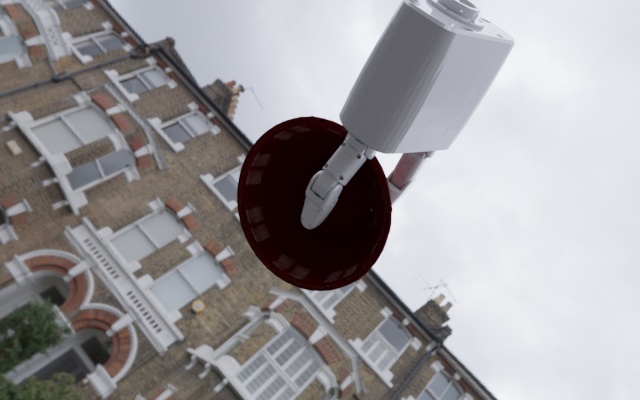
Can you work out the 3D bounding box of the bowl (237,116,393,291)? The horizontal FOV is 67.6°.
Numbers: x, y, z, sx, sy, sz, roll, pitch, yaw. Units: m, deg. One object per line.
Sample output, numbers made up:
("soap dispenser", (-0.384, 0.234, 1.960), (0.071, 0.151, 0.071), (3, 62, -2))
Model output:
("bowl", (-0.001, 0.002, 0.459), (0.162, 0.162, 0.055), (0, 8, 28))
